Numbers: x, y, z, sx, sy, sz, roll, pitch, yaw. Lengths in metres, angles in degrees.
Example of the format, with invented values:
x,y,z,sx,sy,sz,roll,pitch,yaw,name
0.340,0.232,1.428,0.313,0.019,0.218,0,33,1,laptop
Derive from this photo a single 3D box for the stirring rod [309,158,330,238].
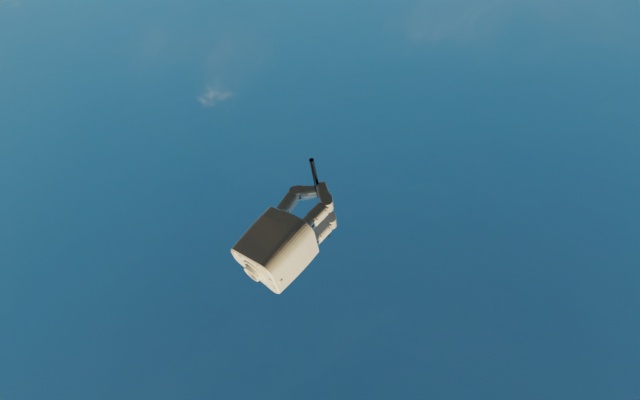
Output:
x,y,z,sx,sy,sz,roll,pitch,yaw,name
0.000,0.003,0.885,0.011,0.011,0.240,0,-36,9,stirring rod
